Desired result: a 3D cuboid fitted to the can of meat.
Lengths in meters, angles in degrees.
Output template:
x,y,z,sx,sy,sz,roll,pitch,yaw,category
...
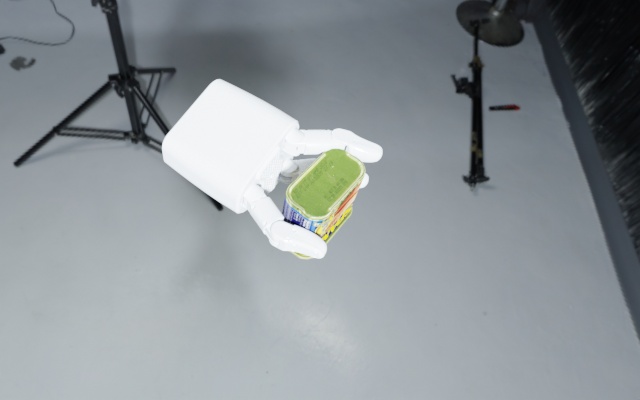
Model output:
x,y,z,sx,sy,sz,roll,pitch,yaw,category
0.000,0.002,0.525,0.057,0.102,0.084,35,-33,12,can of meat
